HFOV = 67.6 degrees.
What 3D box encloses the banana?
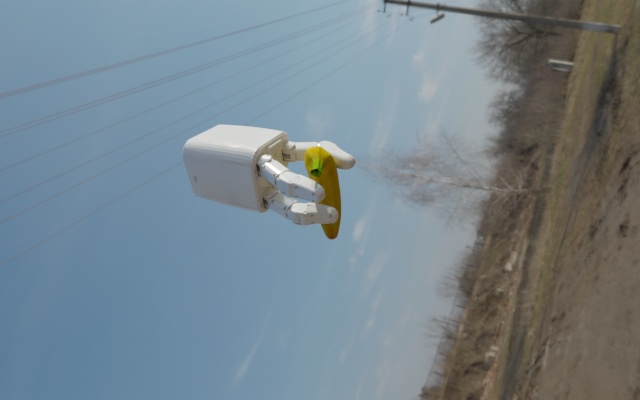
[{"bbox_3d":[0.003,-0.016,0.636,0.037,0.069,0.198,6,-26,13],"label":"banana"}]
